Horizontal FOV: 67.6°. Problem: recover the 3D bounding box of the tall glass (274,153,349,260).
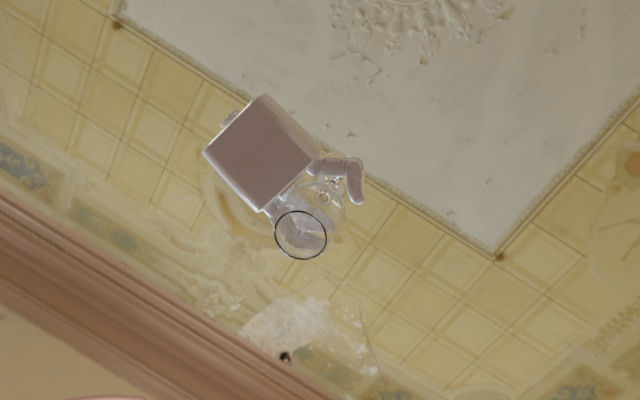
[{"bbox_3d":[0.000,0.002,0.620,0.079,0.079,0.201,0,23,14],"label":"tall glass"}]
